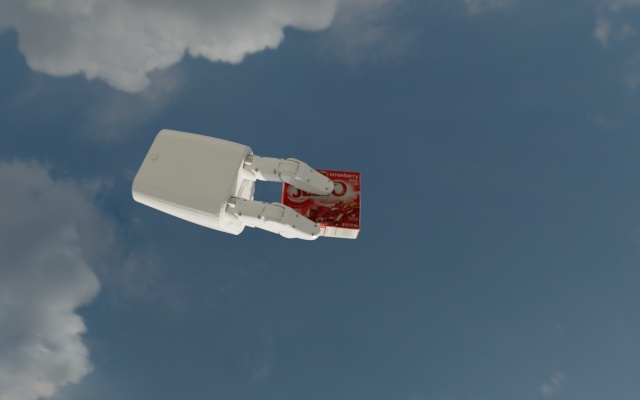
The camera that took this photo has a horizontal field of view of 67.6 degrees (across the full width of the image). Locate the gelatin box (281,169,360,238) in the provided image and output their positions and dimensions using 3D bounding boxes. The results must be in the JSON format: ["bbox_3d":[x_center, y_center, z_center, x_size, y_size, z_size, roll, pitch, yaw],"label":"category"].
[{"bbox_3d":[0.000,0.002,0.544,0.089,0.073,0.030,5,-27,-4],"label":"gelatin box"}]
